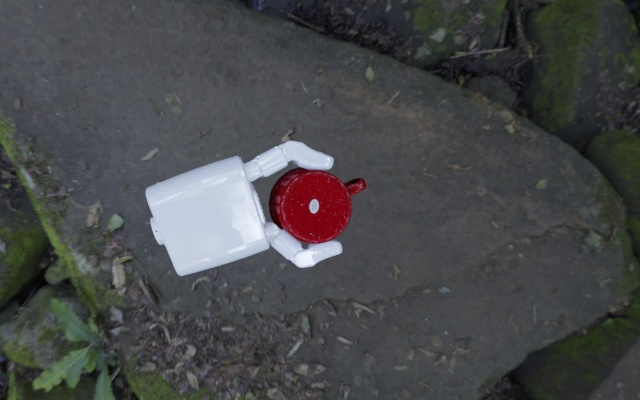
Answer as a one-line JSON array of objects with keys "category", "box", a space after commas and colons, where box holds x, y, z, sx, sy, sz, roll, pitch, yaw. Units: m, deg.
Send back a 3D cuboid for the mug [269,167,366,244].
[{"category": "mug", "box": [0.001, 0.001, 0.559, 0.117, 0.093, 0.081, -21, 6, -9]}]
